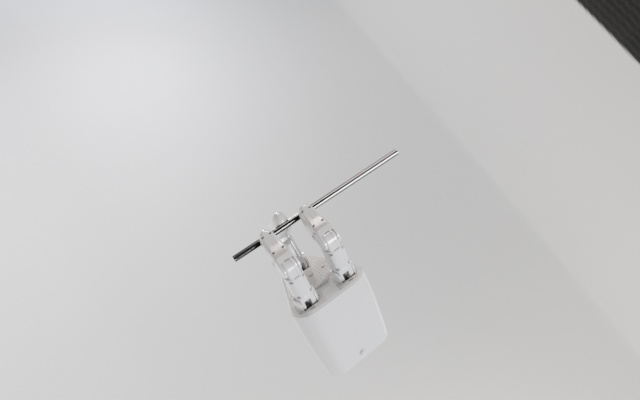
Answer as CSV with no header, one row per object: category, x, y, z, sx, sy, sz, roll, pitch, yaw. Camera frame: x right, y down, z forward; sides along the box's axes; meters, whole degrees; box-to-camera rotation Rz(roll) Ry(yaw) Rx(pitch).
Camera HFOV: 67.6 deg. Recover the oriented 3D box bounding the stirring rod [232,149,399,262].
stirring rod,0.000,0.002,0.565,0.239,0.011,0.011,-33,11,-18
